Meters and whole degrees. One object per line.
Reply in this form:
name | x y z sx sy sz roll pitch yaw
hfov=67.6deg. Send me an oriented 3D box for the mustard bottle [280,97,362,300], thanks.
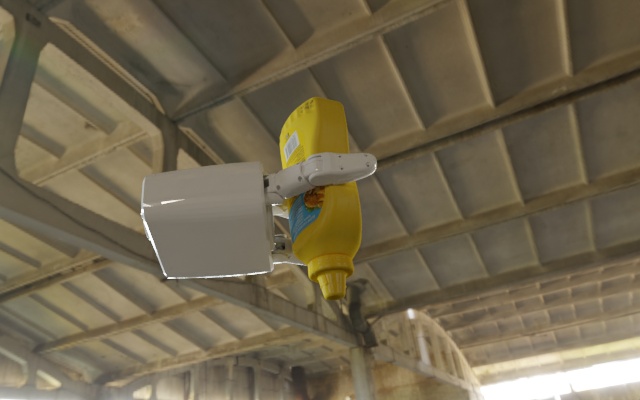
mustard bottle | 0.000 0.001 0.460 0.058 0.191 0.096 8 -33 -27
